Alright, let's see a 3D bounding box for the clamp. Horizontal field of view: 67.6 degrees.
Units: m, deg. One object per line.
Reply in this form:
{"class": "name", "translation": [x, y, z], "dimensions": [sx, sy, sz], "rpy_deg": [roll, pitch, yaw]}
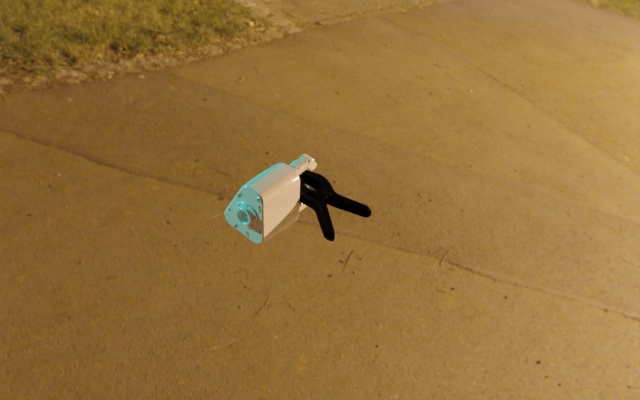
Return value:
{"class": "clamp", "translation": [0.000, 0.002, 0.892], "dimensions": [0.171, 0.039, 0.120], "rpy_deg": [34, 40, 16]}
